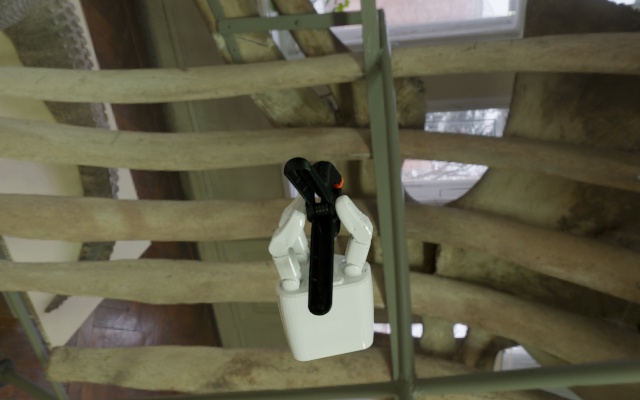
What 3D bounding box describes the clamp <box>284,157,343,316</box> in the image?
[{"bbox_3d":[0.001,0.002,0.539,0.036,0.165,0.210,-4,26,10],"label":"clamp"}]
